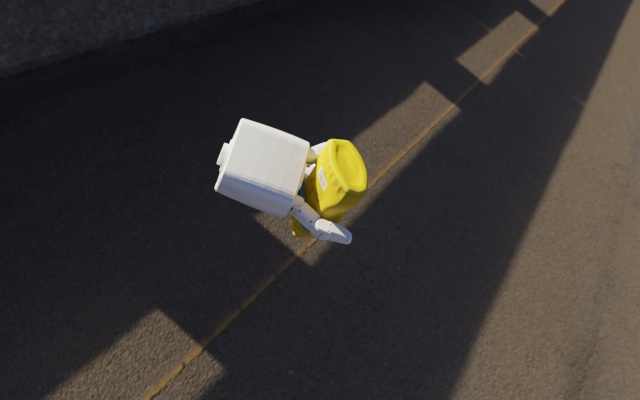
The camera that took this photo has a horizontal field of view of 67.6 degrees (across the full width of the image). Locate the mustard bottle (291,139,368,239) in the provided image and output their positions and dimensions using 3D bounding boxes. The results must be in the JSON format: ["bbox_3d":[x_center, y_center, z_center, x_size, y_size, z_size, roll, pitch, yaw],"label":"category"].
[{"bbox_3d":[0.001,0.002,0.718,0.058,0.096,0.192,0,-33,-29],"label":"mustard bottle"}]
